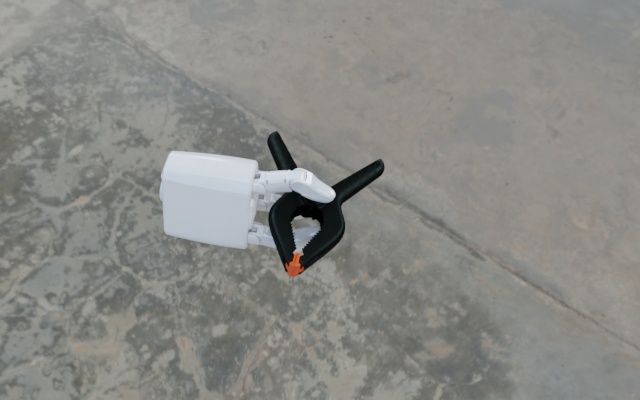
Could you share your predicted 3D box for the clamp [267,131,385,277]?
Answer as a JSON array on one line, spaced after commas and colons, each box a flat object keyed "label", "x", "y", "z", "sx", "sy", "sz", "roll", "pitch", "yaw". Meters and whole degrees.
[{"label": "clamp", "x": 0.000, "y": 0.002, "z": 0.604, "sx": 0.164, "sy": 0.209, "sz": 0.036, "roll": 9, "pitch": -38, "yaw": -3}]
